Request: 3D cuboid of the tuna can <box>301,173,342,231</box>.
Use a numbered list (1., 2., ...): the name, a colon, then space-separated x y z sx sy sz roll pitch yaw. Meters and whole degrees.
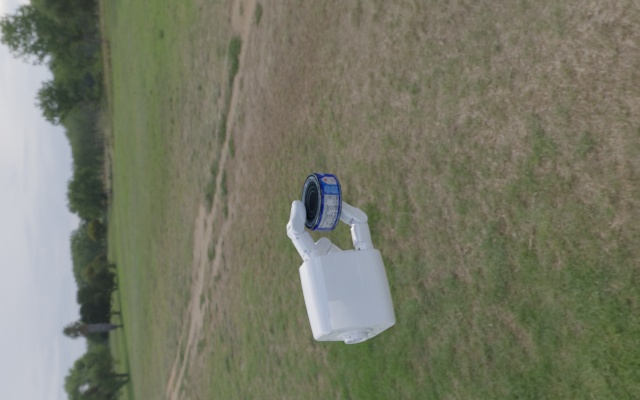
1. tuna can: 0.000 0.002 0.704 0.034 0.086 0.086 3 -1 -21
